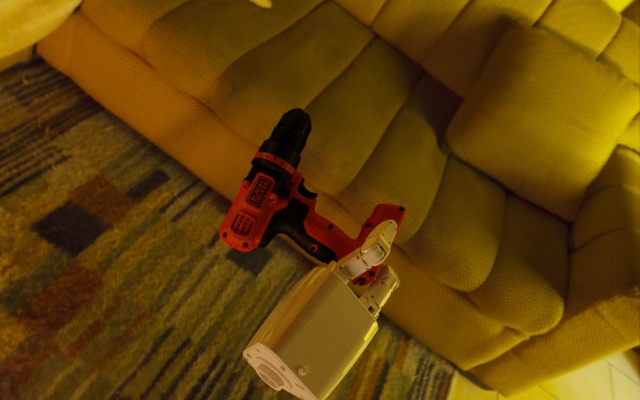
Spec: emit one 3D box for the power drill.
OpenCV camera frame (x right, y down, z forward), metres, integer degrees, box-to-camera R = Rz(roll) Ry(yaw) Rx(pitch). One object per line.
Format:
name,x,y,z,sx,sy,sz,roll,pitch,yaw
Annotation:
power drill,0.000,0.002,0.561,0.187,0.184,0.057,26,-13,0
